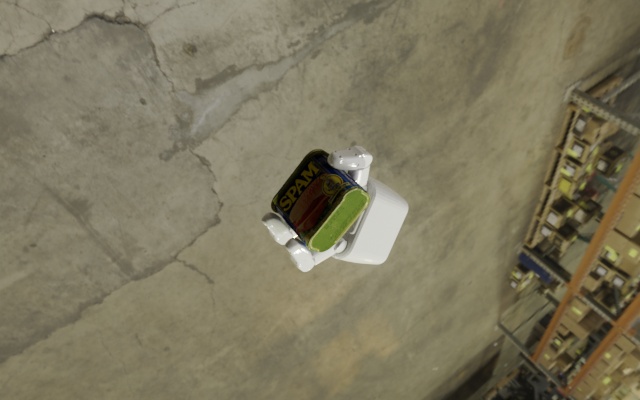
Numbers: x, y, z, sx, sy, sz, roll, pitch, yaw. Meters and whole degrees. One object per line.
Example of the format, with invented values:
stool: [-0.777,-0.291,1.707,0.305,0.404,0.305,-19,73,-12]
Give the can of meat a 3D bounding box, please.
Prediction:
can of meat: [0.000,0.002,0.591,0.084,0.102,0.057,47,13,35]
